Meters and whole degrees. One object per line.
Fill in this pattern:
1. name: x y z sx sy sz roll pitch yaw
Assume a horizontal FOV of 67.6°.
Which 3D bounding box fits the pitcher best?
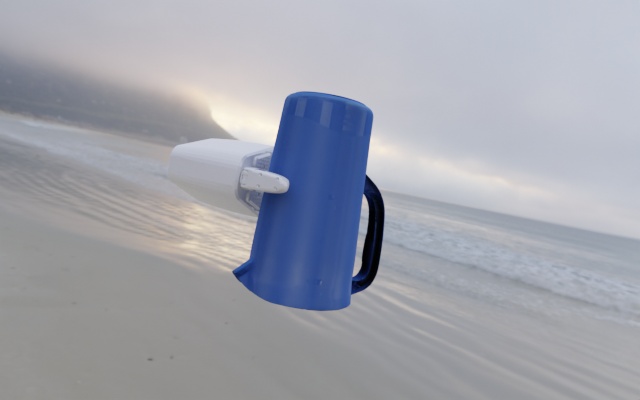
1. pitcher: 0.000 0.002 0.579 0.145 0.243 0.149 11 3 20
